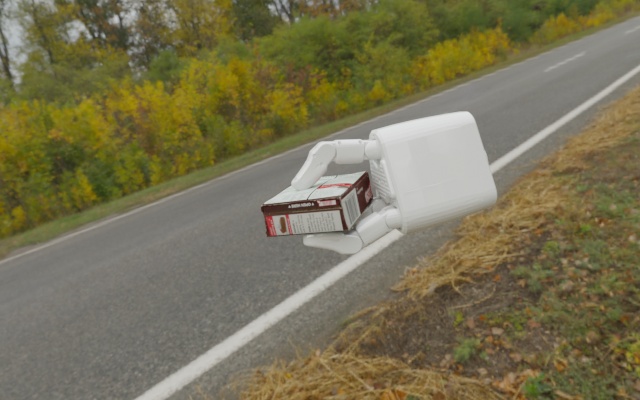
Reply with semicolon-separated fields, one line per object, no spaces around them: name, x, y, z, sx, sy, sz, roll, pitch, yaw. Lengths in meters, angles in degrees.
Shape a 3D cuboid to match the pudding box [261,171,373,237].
pudding box;0.000;0.002;0.516;0.090;0.039;0.113;-7;13;21
